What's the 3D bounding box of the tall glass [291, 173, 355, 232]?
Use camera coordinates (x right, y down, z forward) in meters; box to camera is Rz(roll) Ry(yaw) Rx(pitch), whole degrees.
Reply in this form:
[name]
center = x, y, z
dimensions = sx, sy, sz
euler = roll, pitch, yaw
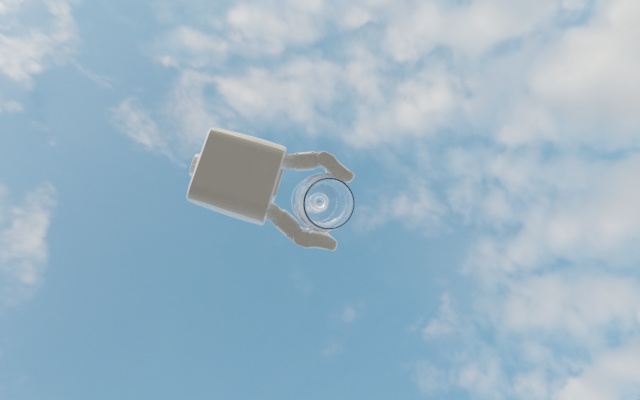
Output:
[tall glass]
center = 0.000, 0.002, 0.662
dimensions = 0.079, 0.079, 0.201
euler = 0, 1, -6
